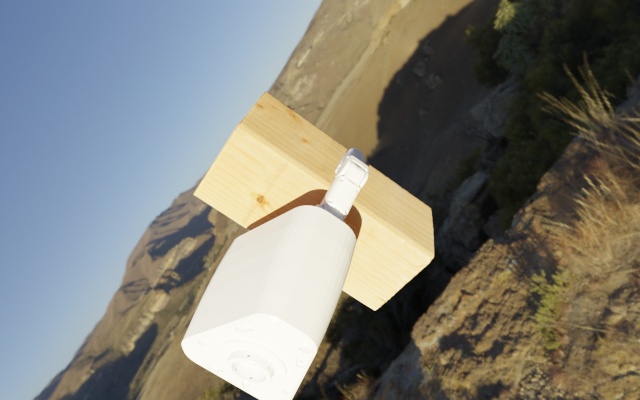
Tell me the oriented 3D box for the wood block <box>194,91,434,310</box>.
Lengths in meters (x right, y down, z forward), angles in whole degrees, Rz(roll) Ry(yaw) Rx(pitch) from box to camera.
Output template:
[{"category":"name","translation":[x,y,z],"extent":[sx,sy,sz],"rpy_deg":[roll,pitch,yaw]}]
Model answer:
[{"category":"wood block","translation":[0.000,0.001,0.462],"extent":[0.206,0.091,0.090],"rpy_deg":[34,31,-10]}]
